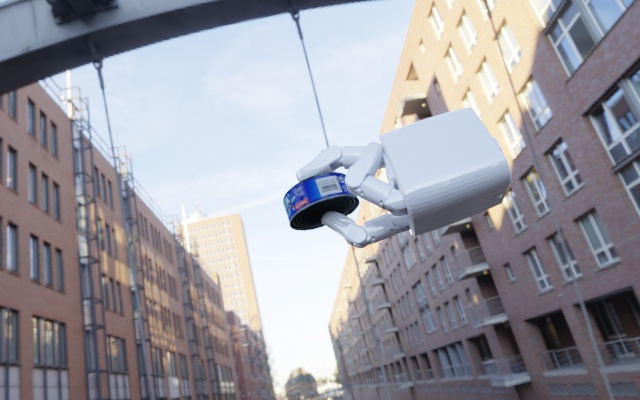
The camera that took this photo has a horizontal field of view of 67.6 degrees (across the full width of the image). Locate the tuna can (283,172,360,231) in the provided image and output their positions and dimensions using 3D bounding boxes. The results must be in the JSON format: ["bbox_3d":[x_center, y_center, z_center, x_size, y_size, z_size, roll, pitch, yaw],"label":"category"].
[{"bbox_3d":[0.000,0.001,0.558,0.086,0.033,0.086,-17,-22,-7],"label":"tuna can"}]
